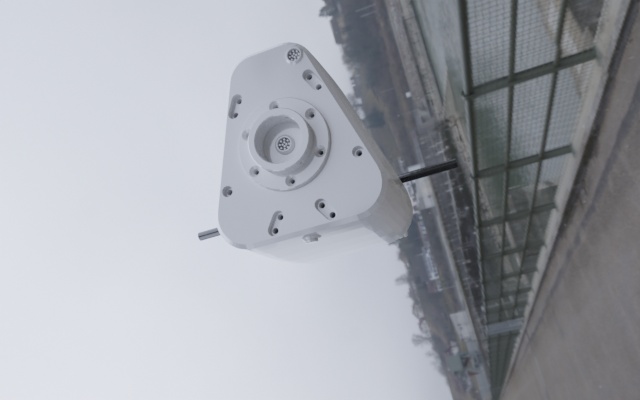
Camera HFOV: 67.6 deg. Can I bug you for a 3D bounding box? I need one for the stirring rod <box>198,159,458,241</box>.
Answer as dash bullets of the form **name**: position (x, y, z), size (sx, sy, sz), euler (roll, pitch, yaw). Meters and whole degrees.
- **stirring rod**: position (0.000, 0.001, 0.422), size (0.239, 0.011, 0.011), euler (-16, -4, 12)
